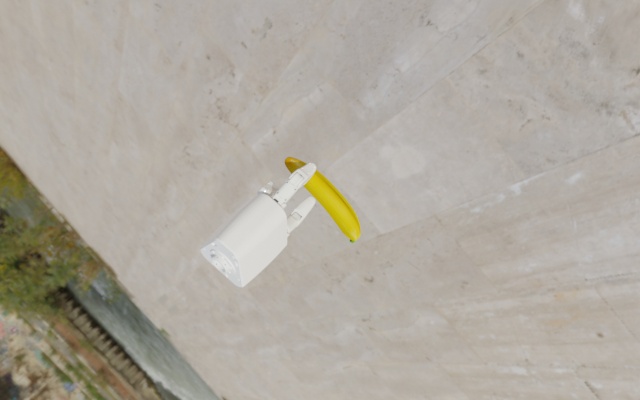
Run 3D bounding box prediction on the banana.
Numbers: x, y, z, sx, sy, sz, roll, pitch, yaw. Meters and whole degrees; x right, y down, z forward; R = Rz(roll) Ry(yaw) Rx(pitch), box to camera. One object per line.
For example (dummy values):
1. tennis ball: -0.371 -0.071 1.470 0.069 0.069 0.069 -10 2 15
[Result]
1. banana: 0.013 0.003 0.806 0.037 0.198 0.069 -47 18 -31
